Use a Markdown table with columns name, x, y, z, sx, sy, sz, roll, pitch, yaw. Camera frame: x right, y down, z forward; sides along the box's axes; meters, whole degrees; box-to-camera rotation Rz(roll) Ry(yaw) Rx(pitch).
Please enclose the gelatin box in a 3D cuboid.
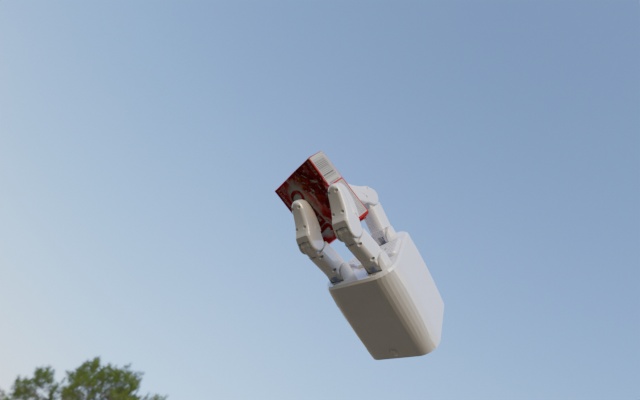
| name | x | y | z | sx | sy | sz | roll | pitch | yaw |
| --- | --- | --- | --- | --- | --- | --- | --- | --- | --- |
| gelatin box | 0.000 | 0.001 | 0.535 | 0.030 | 0.089 | 0.073 | -34 | -5 | -47 |
